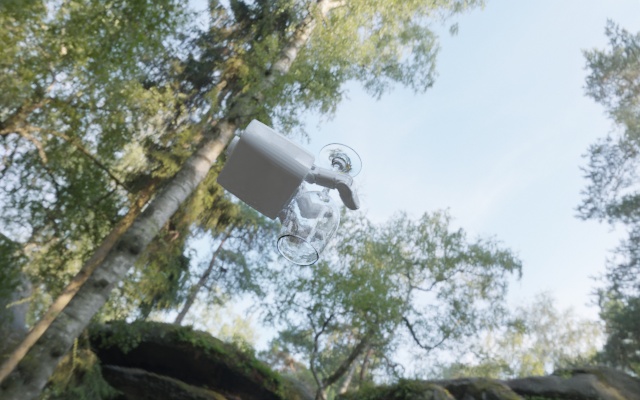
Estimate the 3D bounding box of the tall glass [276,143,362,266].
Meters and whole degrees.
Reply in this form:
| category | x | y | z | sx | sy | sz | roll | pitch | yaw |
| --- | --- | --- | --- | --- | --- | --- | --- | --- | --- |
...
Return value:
| category | x | y | z | sx | sy | sz | roll | pitch | yaw |
| --- | --- | --- | --- | --- | --- | --- | --- | --- | --- |
| tall glass | 0.000 | 0.002 | 0.716 | 0.079 | 0.079 | 0.201 | 0 | 42 | 25 |
